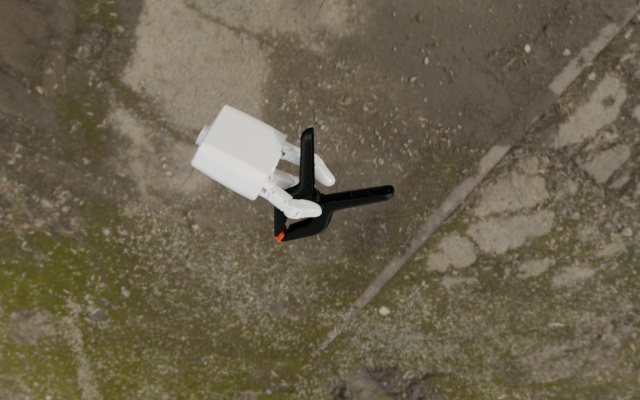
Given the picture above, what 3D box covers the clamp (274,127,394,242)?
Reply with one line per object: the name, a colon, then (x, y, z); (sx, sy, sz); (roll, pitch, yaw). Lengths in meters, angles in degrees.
clamp: (0.000, 0.003, 0.743); (0.164, 0.210, 0.036); (29, 36, -11)
